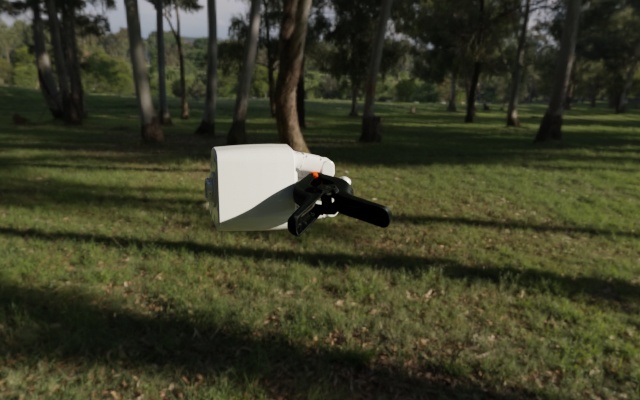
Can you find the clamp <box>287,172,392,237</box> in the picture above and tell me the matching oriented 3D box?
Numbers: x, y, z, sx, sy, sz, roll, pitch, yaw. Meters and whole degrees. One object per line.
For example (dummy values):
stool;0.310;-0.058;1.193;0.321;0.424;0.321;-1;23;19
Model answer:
clamp;0.000;0.001;0.597;0.120;0.039;0.171;-3;17;-21
